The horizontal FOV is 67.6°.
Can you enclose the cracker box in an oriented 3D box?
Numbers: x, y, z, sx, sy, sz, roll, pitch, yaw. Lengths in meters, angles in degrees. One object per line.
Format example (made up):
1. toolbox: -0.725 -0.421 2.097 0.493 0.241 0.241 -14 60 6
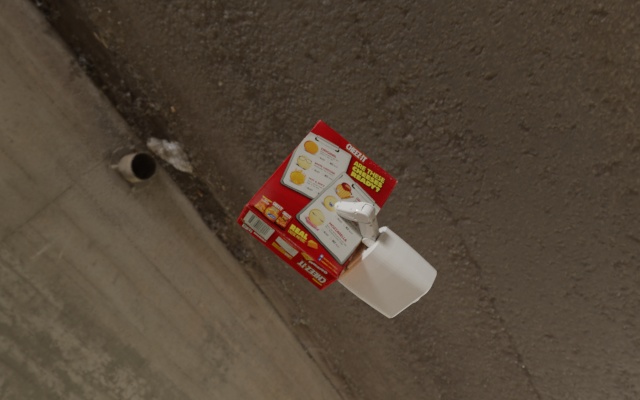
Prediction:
1. cracker box: 0.000 0.002 0.735 0.164 0.213 0.072 38 -36 -3
